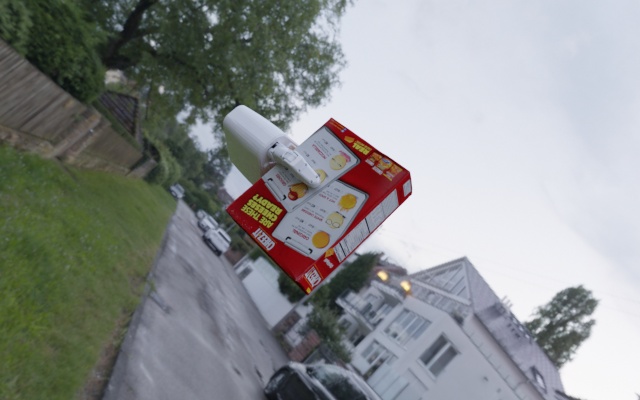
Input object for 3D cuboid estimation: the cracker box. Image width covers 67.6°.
[{"bbox_3d":[0.000,0.002,0.685,0.164,0.213,0.072,40,-13,31],"label":"cracker box"}]
